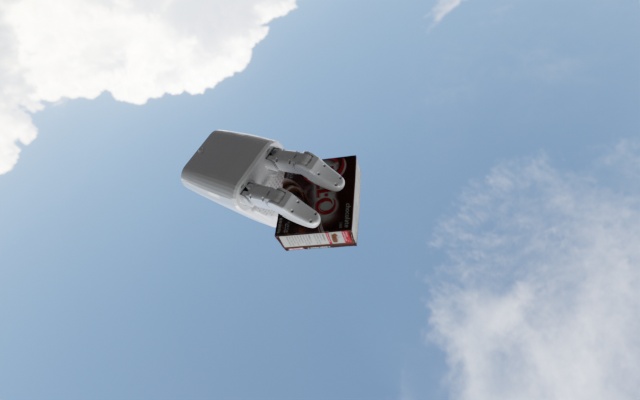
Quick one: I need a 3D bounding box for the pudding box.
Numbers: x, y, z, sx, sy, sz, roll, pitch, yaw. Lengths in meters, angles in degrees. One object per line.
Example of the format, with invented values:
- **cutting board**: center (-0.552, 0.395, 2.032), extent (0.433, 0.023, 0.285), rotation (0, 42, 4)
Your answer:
- **pudding box**: center (0.000, 0.002, 0.564), extent (0.090, 0.113, 0.039), rotation (-6, -36, 16)
